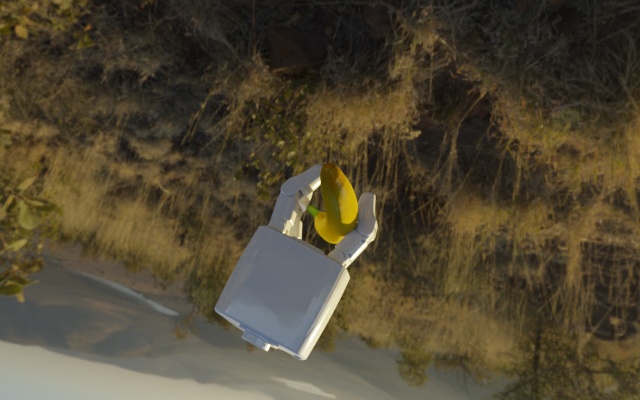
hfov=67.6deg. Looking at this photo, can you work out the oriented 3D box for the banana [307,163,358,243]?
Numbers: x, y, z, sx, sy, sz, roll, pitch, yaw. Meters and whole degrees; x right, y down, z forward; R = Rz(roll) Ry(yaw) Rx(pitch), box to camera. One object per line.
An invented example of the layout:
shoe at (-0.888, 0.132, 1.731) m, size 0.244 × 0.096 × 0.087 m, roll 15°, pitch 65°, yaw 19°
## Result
banana at (0.014, 0.015, 0.561) m, size 0.069 × 0.037 × 0.198 m, roll 41°, pitch -17°, yaw 4°
